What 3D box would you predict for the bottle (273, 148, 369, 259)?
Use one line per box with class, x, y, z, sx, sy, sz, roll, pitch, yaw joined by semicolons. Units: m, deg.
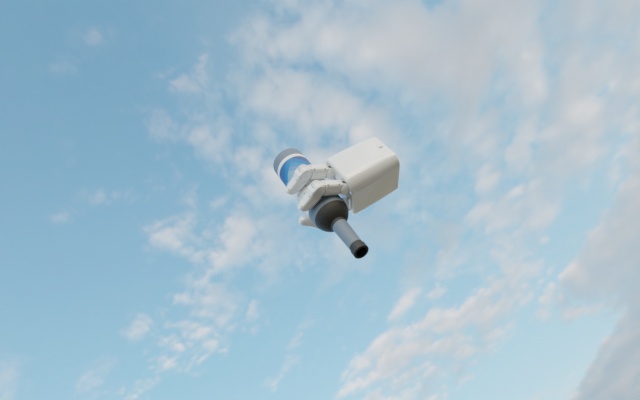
bottle;0.000;0.003;0.865;0.069;0.069;0.295;0;33;-32
